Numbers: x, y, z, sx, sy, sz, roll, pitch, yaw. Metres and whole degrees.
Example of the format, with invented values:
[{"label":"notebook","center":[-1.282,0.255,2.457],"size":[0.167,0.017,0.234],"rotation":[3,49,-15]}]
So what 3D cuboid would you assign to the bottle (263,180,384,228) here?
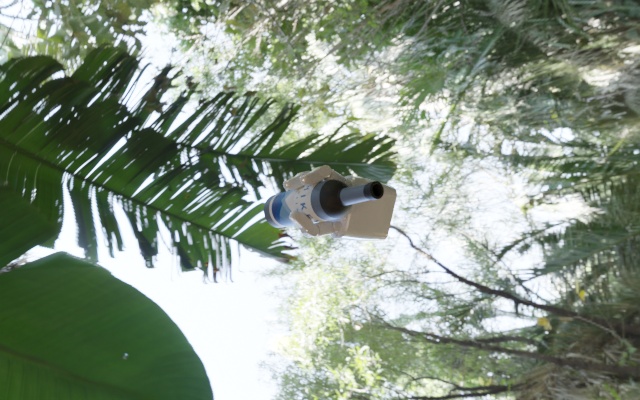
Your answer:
[{"label":"bottle","center":[0.000,0.003,0.822],"size":[0.069,0.069,0.296],"rotation":[0,-7,-35]}]
